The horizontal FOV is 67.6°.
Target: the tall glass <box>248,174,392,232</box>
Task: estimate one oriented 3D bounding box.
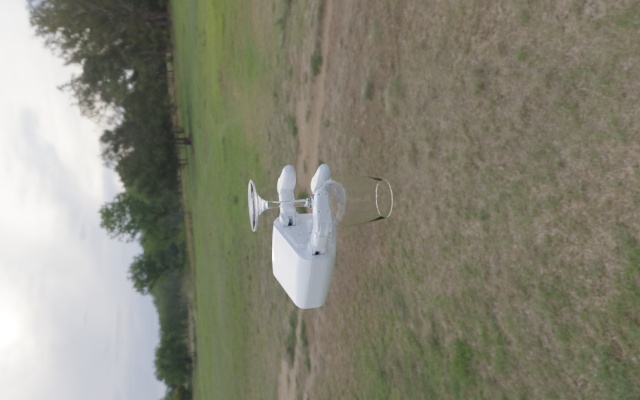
[{"bbox_3d":[-0.001,0.002,0.693,0.201,0.079,0.079,-3,1,-16],"label":"tall glass"}]
